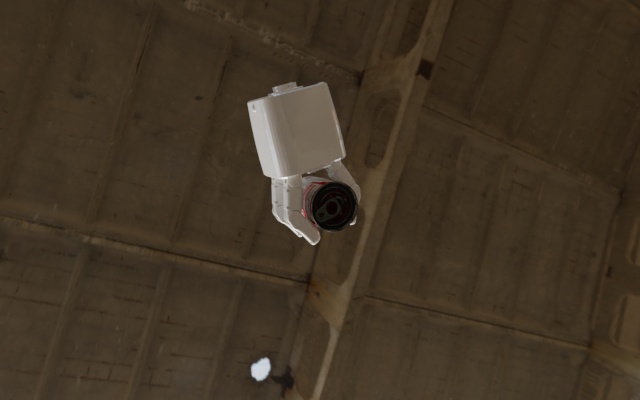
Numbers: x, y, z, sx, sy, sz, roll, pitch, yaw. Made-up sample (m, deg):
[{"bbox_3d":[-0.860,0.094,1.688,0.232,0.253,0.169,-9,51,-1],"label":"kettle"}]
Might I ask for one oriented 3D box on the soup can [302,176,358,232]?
[{"bbox_3d":[0.000,0.003,0.676,0.068,0.068,0.102,0,7,-23],"label":"soup can"}]
